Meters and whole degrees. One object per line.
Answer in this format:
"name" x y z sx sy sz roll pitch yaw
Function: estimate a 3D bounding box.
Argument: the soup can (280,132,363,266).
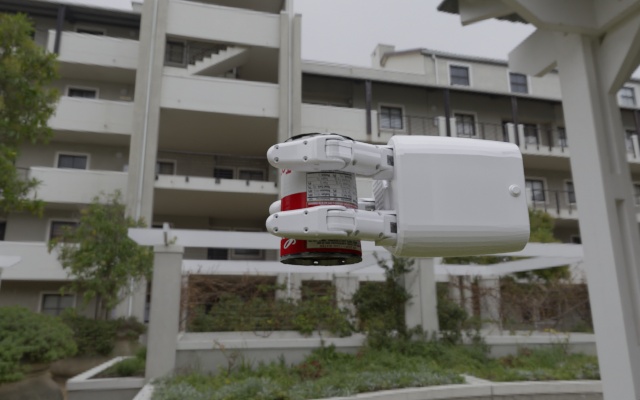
"soup can" 0.000 0.001 0.404 0.068 0.102 0.068 -1 -13 0
